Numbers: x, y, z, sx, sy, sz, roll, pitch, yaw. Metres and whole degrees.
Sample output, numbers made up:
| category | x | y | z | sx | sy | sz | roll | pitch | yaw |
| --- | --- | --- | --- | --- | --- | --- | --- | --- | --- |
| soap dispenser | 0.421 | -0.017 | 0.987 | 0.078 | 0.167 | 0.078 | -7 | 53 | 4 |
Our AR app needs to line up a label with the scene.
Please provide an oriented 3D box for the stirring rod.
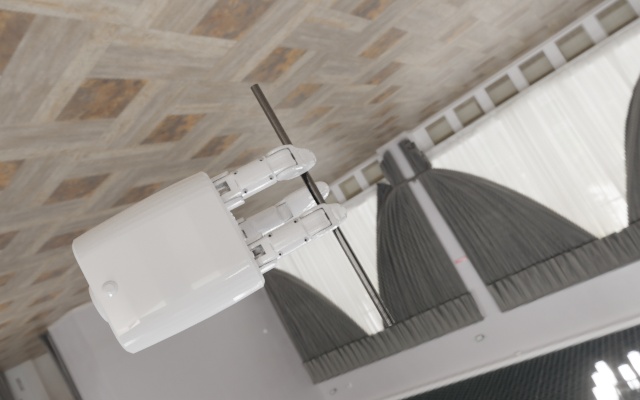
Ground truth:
| category | x | y | z | sx | sy | sz | roll | pitch | yaw |
| --- | --- | --- | --- | --- | --- | --- | --- | --- | --- |
| stirring rod | 0.000 | 0.001 | 0.417 | 0.011 | 0.239 | 0.011 | -29 | -6 | -3 |
